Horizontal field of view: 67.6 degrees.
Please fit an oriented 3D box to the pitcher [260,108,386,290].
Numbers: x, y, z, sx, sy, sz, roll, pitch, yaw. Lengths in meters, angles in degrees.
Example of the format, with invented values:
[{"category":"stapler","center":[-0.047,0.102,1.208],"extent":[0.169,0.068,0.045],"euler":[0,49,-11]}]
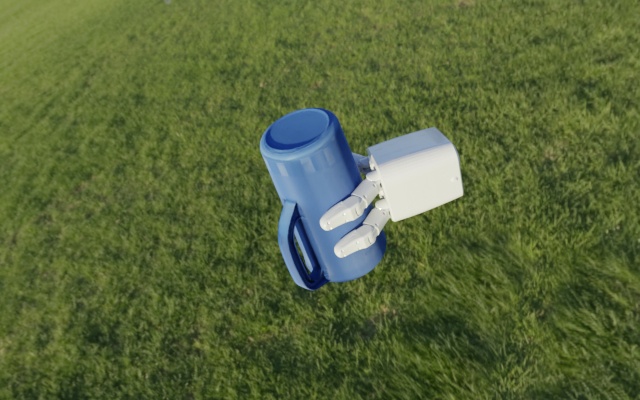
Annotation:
[{"category":"pitcher","center":[0.000,0.002,0.677],"extent":[0.145,0.243,0.149],"euler":[-19,40,5]}]
